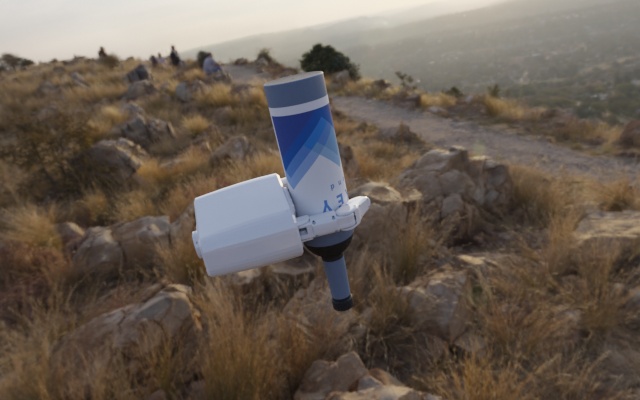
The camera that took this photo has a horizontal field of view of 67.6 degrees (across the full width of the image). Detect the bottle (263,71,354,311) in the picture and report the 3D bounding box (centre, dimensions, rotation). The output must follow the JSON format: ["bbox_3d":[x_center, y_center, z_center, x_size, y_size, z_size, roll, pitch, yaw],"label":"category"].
[{"bbox_3d":[0.000,0.002,0.569,0.069,0.296,0.069,-11,20,4],"label":"bottle"}]
